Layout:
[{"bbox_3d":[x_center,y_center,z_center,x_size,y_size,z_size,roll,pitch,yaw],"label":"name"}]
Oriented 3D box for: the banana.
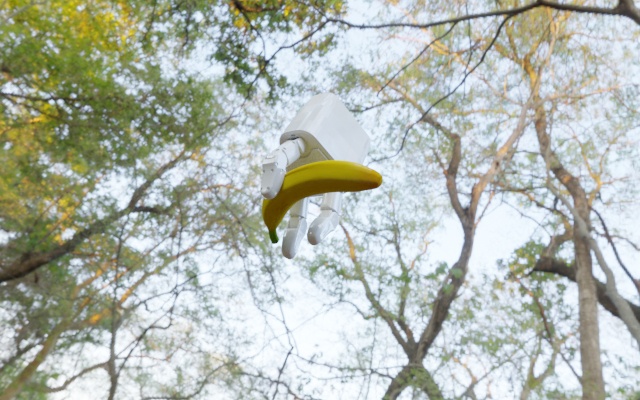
[{"bbox_3d":[-0.014,-0.010,0.576,0.198,0.070,0.037,-30,20,41],"label":"banana"}]
